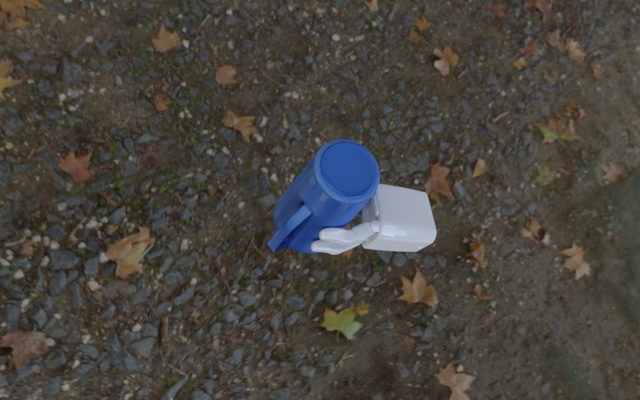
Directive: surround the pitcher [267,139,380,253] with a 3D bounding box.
[{"bbox_3d":[0.000,0.003,0.817,0.145,0.149,0.243,9,-24,-15],"label":"pitcher"}]
